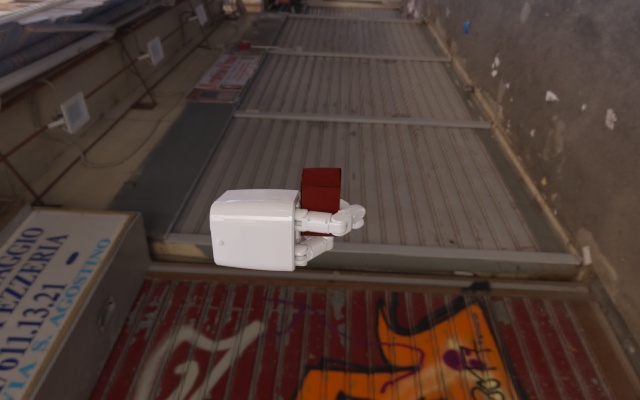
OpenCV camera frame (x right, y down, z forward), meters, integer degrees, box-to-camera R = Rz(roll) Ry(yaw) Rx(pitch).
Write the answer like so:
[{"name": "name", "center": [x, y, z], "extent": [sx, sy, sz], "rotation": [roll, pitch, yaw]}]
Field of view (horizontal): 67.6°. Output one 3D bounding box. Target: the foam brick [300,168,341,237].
[{"name": "foam brick", "center": [0.000, 0.002, 0.626], "extent": [0.051, 0.078, 0.053], "rotation": [3, 30, 2]}]
